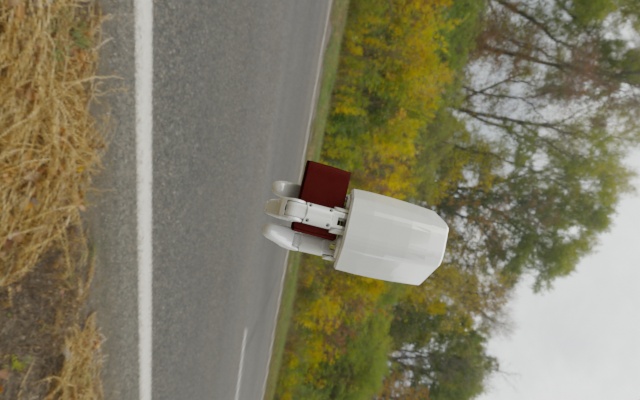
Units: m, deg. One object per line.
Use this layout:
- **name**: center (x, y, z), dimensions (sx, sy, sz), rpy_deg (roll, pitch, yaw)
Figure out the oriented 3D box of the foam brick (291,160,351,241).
- **foam brick**: center (0.000, 0.001, 0.544), dimensions (0.051, 0.078, 0.053), rpy_deg (13, -7, 0)
